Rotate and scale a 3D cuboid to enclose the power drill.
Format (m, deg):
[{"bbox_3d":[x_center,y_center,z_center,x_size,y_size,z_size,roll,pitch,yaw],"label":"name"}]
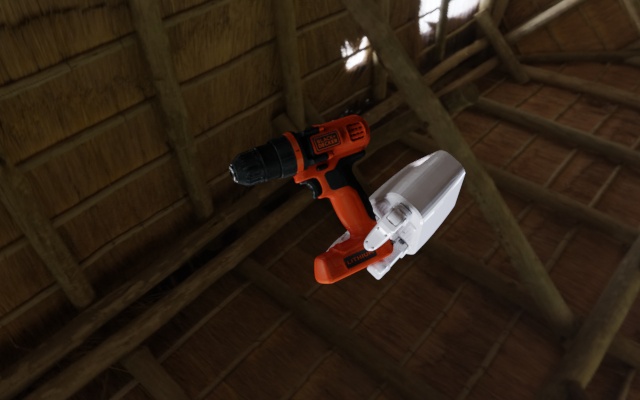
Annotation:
[{"bbox_3d":[0.000,0.002,0.588,0.184,0.187,0.057,-21,6,-18],"label":"power drill"}]
